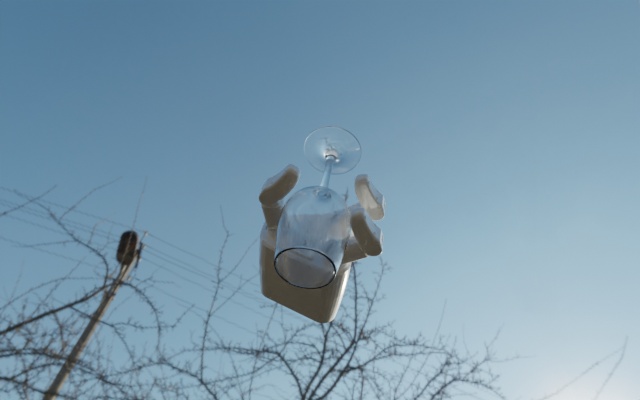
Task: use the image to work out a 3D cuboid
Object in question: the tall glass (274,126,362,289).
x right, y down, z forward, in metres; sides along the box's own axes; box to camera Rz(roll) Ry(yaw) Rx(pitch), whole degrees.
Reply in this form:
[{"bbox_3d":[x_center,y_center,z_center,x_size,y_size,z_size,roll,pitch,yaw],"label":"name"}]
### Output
[{"bbox_3d":[0.000,0.001,0.536,0.079,0.079,0.201,0,41,12],"label":"tall glass"}]
